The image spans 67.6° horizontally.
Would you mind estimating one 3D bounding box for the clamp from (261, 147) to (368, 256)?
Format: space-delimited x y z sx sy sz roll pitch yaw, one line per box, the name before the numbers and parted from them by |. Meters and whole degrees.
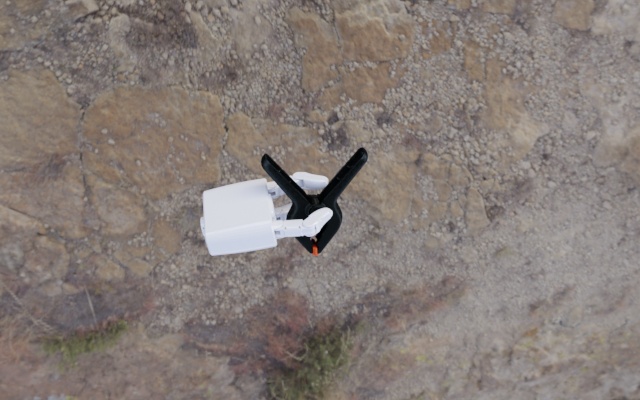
clamp | 0.000 0.004 0.783 0.164 0.210 0.036 -9 37 -3
